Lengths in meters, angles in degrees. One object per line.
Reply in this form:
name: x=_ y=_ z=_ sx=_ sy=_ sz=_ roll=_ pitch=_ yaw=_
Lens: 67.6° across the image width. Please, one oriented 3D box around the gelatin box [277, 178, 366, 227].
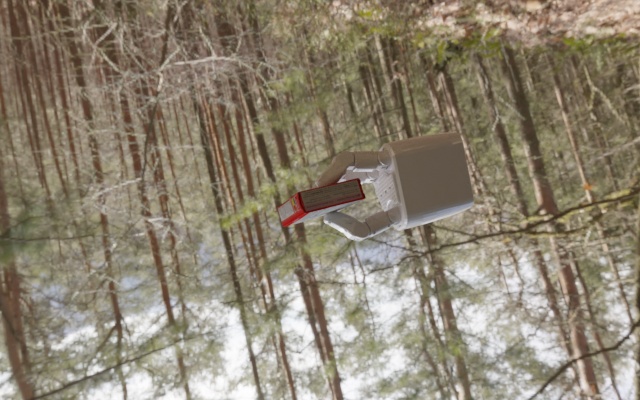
gelatin box: x=0.000 y=0.002 z=0.597 sx=0.089 sy=0.030 sz=0.073 roll=-15 pitch=-8 yaw=-28
